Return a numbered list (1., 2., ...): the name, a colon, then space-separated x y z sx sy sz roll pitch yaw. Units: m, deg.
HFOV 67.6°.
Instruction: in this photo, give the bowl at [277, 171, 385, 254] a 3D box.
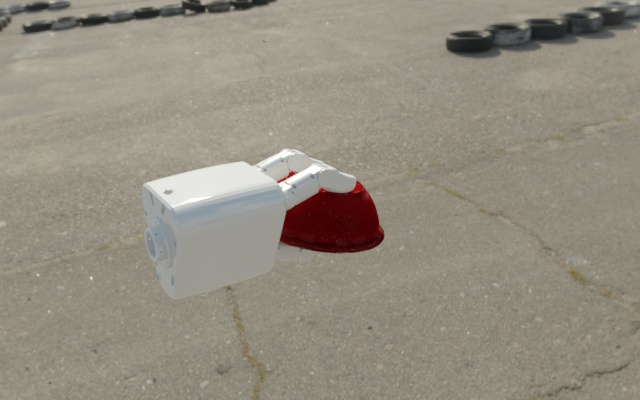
1. bowl: 0.001 0.001 0.554 0.162 0.055 0.162 9 18 -3
